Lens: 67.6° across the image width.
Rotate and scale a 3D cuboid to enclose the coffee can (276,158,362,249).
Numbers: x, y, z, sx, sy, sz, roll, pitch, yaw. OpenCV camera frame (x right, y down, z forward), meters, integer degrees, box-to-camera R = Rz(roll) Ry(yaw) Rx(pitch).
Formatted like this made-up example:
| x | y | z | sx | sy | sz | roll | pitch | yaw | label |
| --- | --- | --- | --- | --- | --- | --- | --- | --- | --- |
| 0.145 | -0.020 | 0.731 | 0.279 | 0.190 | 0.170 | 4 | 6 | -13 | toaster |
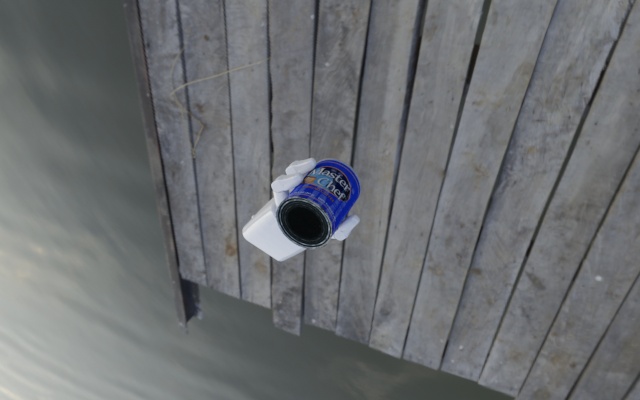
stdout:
| x | y | z | sx | sy | sz | roll | pitch | yaw | label |
| --- | --- | --- | --- | --- | --- | --- | --- | --- | --- |
| 0.000 | 0.003 | 0.831 | 0.103 | 0.103 | 0.140 | 0 | 31 | 28 | coffee can |
